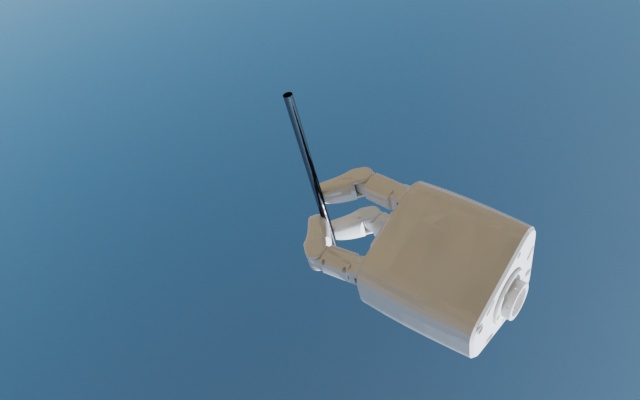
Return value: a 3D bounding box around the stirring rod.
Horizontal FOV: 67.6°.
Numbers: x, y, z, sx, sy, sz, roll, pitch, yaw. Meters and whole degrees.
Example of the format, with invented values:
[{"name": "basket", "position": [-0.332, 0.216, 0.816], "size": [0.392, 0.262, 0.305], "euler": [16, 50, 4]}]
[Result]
[{"name": "stirring rod", "position": [0.000, 0.001, 0.456], "size": [0.011, 0.240, 0.011], "euler": [-9, 43, 9]}]
